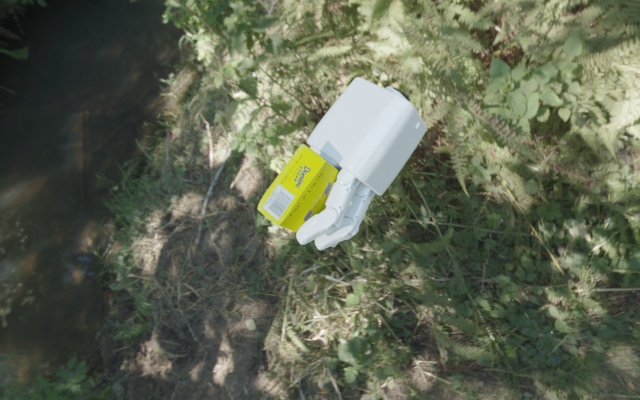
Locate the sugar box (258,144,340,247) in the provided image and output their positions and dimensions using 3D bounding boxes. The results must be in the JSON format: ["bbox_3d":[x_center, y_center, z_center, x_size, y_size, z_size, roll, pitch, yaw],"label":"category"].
[{"bbox_3d":[0.001,0.002,0.612,0.048,0.093,0.176,39,5,29],"label":"sugar box"}]
